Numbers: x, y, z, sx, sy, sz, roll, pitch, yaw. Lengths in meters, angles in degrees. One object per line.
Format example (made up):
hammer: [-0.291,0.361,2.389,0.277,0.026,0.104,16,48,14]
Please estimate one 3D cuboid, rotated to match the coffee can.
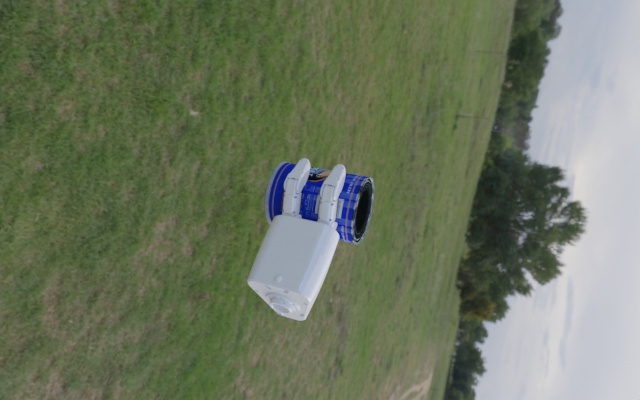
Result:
coffee can: [0.000,0.002,0.726,0.140,0.103,0.103,11,4,19]
